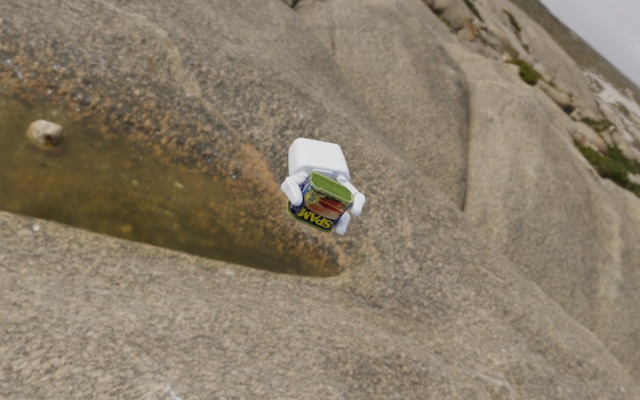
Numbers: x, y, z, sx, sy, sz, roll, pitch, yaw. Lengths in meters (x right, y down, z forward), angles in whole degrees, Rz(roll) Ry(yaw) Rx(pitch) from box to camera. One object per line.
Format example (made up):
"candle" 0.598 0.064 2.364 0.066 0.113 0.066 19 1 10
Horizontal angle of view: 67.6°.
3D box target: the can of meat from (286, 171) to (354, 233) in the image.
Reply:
"can of meat" 0.000 0.003 0.898 0.102 0.084 0.057 25 32 -22
